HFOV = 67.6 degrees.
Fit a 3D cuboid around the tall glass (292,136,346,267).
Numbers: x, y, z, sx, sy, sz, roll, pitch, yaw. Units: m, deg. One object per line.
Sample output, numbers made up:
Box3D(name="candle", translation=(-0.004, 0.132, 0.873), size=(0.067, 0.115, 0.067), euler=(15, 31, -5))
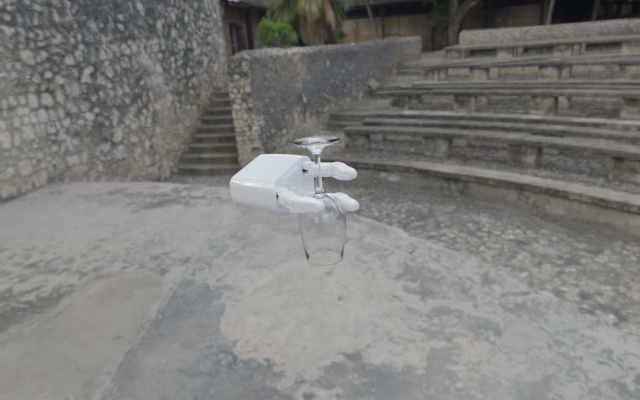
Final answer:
Box3D(name="tall glass", translation=(0.000, 0.002, 0.764), size=(0.079, 0.201, 0.079), euler=(-4, 18, 1))
